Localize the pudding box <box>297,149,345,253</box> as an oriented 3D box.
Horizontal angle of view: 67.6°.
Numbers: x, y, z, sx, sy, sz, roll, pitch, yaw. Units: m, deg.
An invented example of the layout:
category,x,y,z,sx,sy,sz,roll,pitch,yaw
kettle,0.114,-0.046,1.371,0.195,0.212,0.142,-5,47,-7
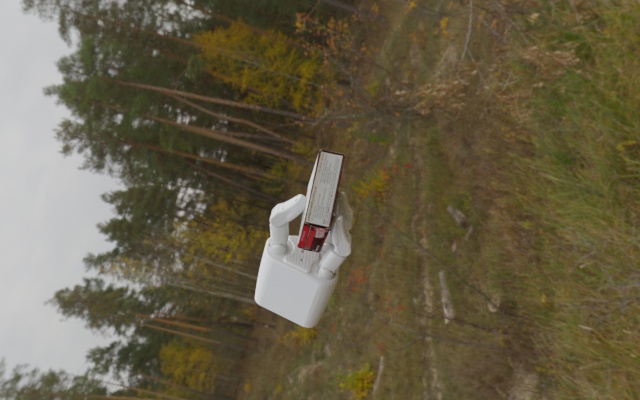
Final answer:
category,x,y,z,sx,sy,sz,roll,pitch,yaw
pudding box,0.000,0.002,0.639,0.039,0.113,0.090,12,-26,-4
